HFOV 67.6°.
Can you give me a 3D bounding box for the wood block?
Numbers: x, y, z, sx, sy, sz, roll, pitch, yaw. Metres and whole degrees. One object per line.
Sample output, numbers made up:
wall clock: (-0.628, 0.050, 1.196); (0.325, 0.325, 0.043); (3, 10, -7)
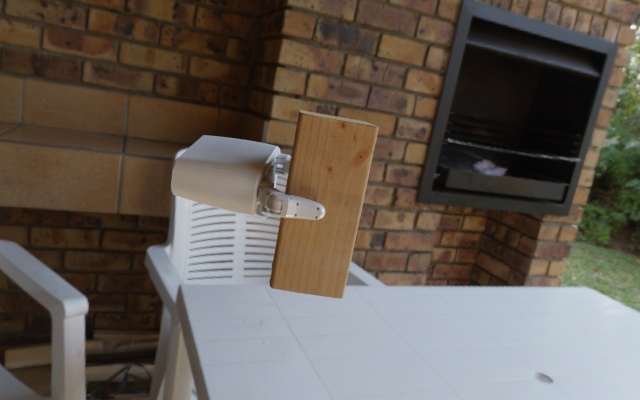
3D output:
wood block: (0.000, 0.002, 0.581); (0.090, 0.206, 0.090); (9, 12, -5)
